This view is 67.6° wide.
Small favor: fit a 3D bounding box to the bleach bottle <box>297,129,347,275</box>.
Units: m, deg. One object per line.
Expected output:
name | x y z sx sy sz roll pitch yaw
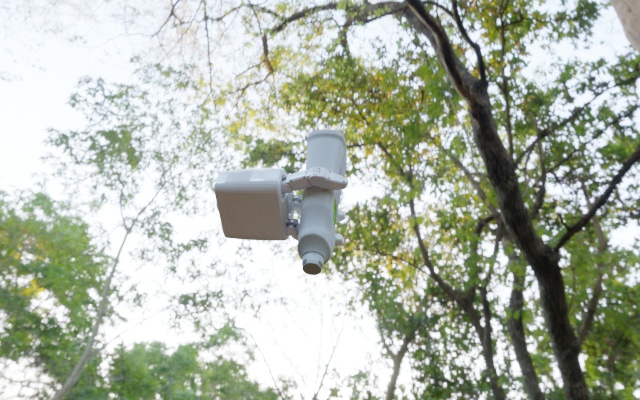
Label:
bleach bottle | 0.000 0.003 0.754 0.068 0.250 0.103 0 -45 9
